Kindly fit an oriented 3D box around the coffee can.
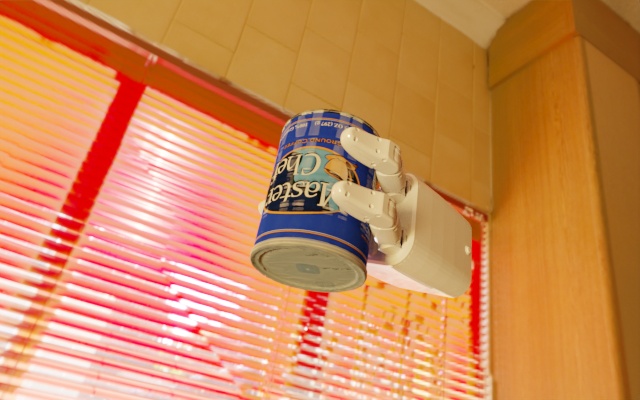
[{"bbox_3d":[0.000,0.002,0.446,0.103,0.140,0.103,8,-29,5],"label":"coffee can"}]
